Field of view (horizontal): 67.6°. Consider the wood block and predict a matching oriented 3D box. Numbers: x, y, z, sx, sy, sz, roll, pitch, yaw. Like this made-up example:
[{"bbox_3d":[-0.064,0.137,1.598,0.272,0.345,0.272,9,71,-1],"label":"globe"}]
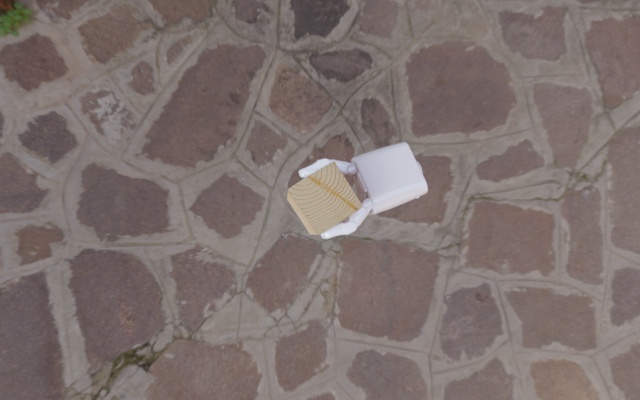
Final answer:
[{"bbox_3d":[0.000,0.002,0.860,0.090,0.091,0.206,-32,-1,-6],"label":"wood block"}]
